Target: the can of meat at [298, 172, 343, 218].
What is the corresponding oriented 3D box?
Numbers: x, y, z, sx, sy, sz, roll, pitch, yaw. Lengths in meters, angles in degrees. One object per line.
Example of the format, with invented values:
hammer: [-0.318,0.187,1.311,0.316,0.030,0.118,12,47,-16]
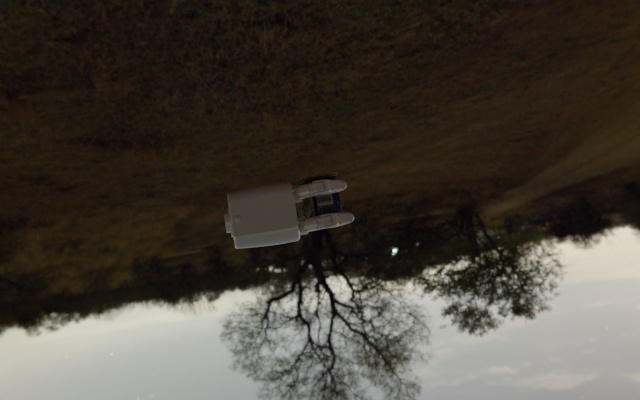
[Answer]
can of meat: [0.000,0.003,0.829,0.057,0.084,0.102,-8,-6,-14]
